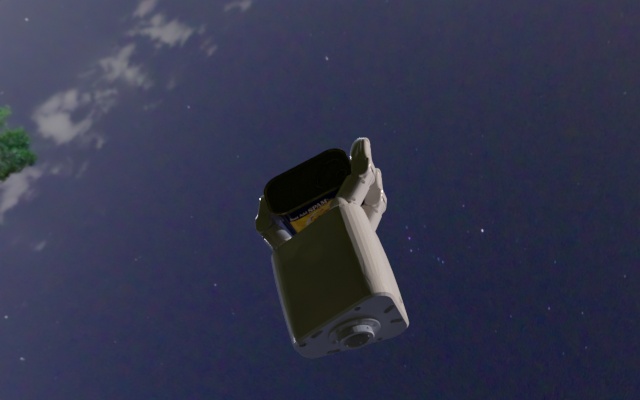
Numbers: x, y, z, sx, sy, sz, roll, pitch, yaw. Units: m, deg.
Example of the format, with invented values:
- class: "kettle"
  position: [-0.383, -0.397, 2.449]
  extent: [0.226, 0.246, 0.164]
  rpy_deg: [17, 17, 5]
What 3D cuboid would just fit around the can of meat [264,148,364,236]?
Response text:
- class: "can of meat"
  position: [0.000, 0.002, 0.547]
  extent: [0.102, 0.057, 0.084]
  rpy_deg: [-27, -43, 4]
